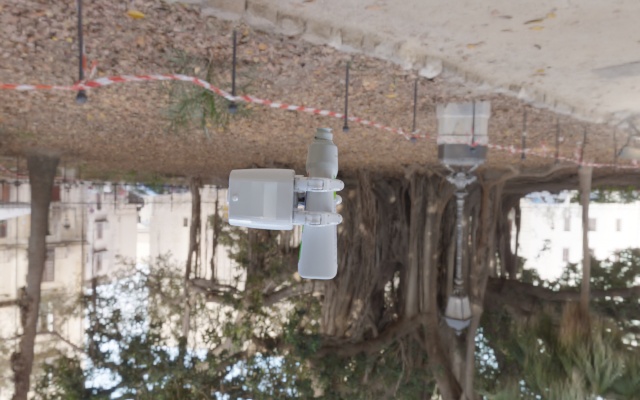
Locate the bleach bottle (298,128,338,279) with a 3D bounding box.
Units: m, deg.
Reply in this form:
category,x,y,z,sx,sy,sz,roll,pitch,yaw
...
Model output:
category,x,y,z,sx,sy,sz,roll,pitch,yaw
bleach bottle,0.000,0.003,0.825,0.068,0.251,0.102,3,2,1
